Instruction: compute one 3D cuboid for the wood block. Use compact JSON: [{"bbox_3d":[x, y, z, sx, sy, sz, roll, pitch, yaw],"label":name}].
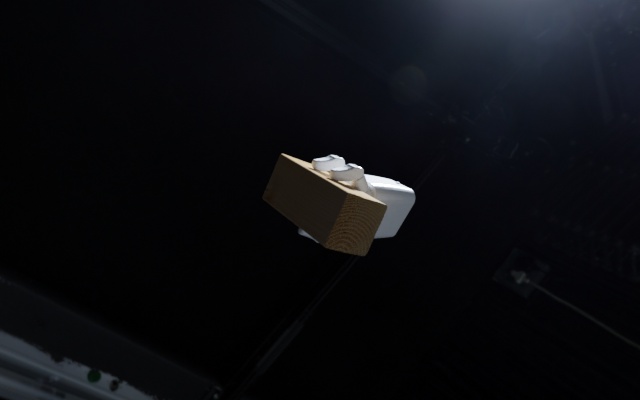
[{"bbox_3d":[0.000,0.003,0.793,0.090,0.091,0.206,16,10,-39],"label":"wood block"}]
